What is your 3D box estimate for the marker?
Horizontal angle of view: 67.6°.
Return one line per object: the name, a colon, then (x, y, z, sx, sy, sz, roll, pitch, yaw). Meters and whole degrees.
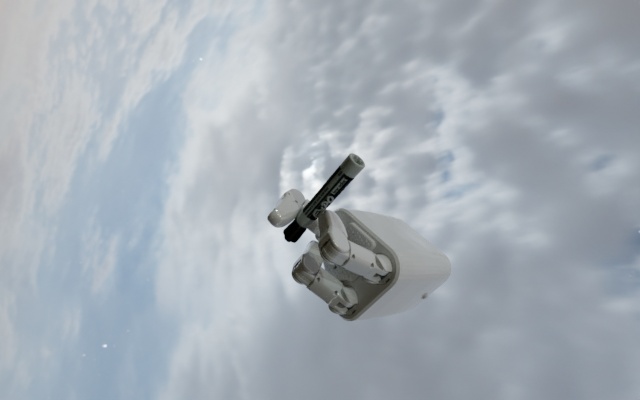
marker: (0.000, 0.002, 0.473, 0.020, 0.020, 0.121, 0, -41, -49)
